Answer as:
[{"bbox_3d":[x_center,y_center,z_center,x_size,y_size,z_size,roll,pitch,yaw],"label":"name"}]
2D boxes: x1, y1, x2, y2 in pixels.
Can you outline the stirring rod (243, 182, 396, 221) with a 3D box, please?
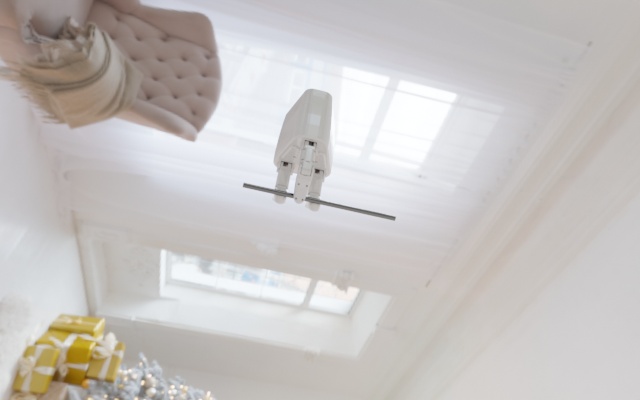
[{"bbox_3d":[0.000,0.002,0.732,0.239,0.011,0.011,13,-2,-7],"label":"stirring rod"}]
